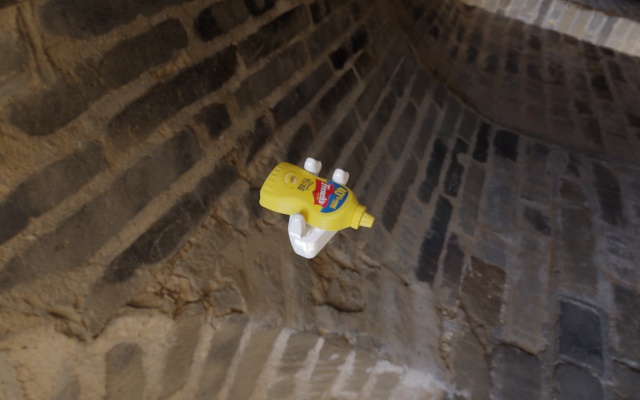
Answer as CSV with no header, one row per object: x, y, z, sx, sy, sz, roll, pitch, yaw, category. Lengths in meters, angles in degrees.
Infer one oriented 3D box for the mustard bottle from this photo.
0.000,0.002,0.816,0.191,0.058,0.096,22,44,10,mustard bottle
